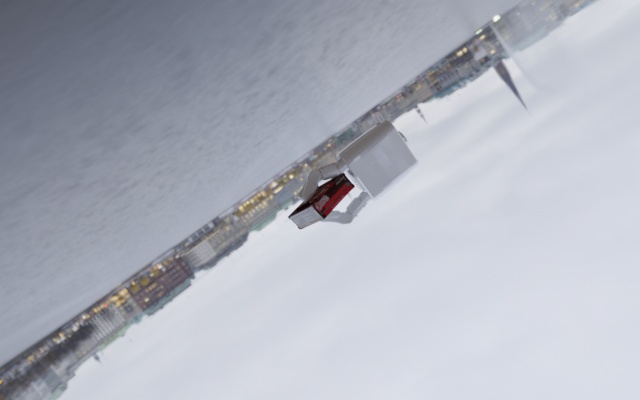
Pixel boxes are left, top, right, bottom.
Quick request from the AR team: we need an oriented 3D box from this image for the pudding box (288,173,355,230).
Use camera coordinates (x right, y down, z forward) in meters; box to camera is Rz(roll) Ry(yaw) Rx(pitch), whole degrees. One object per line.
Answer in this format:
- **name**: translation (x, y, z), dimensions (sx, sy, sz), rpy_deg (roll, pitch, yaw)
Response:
- **pudding box**: translation (0.000, 0.003, 0.852), dimensions (0.090, 0.039, 0.113), rpy_deg (-45, 6, -27)
